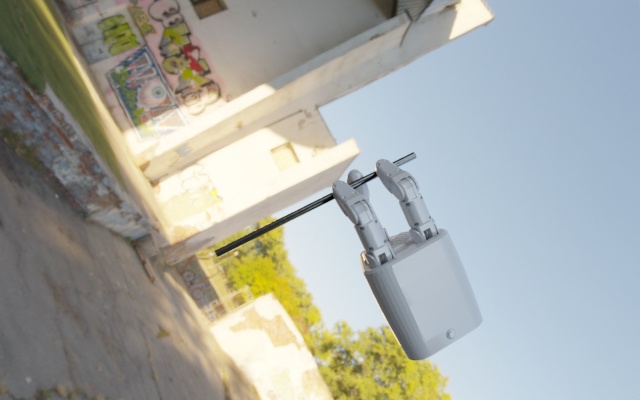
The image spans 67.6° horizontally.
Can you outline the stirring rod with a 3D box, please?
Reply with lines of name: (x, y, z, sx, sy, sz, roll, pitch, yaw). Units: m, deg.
stirring rod: (0.000, 0.002, 0.506, 0.239, 0.011, 0.011, -26, 6, -13)
